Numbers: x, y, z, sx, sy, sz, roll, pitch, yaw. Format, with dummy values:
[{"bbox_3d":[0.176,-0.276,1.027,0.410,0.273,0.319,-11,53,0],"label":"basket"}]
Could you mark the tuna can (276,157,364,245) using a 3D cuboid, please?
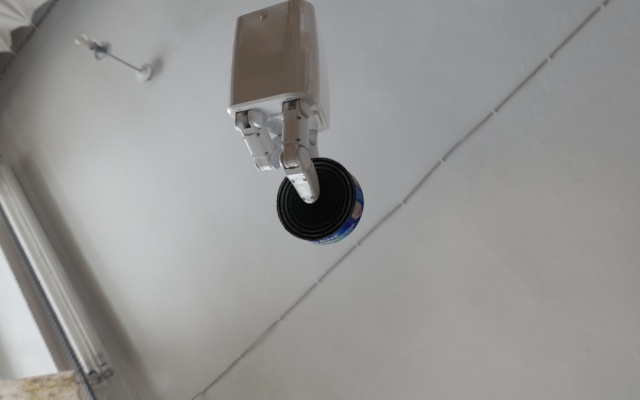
[{"bbox_3d":[0.000,0.002,0.488,0.086,0.086,0.034,0,-14,24],"label":"tuna can"}]
